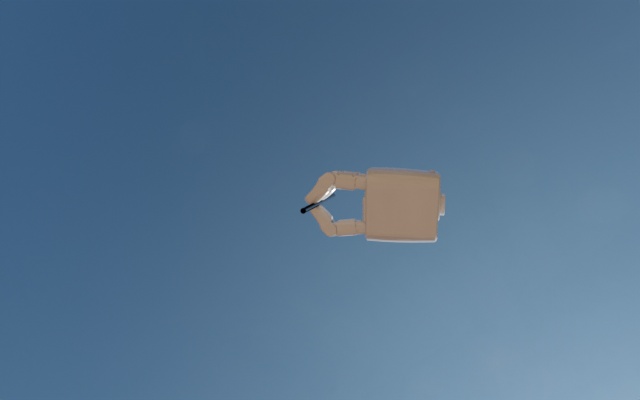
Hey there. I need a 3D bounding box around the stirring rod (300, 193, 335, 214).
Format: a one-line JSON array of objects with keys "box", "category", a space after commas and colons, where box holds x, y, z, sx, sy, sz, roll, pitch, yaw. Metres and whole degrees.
[{"box": [0.000, 0.003, 0.767, 0.011, 0.011, 0.239, 0, 6, 11], "category": "stirring rod"}]
